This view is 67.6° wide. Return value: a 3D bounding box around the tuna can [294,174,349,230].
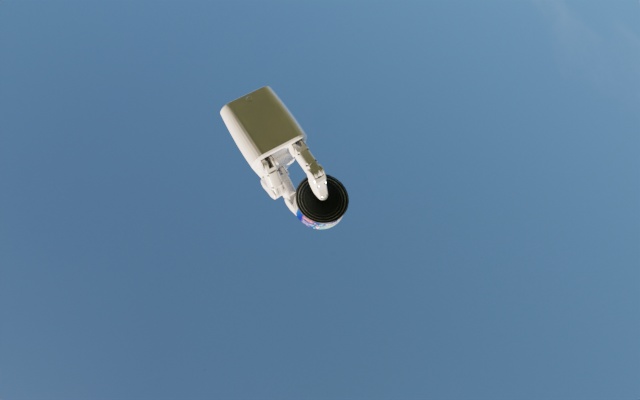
[{"bbox_3d":[0.000,0.003,0.764,0.086,0.086,0.034,0,-24,-11],"label":"tuna can"}]
